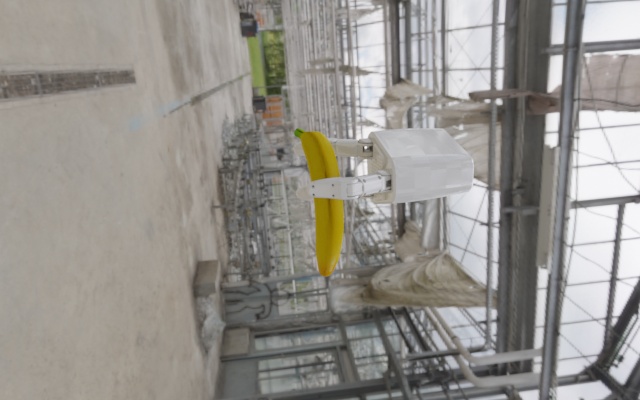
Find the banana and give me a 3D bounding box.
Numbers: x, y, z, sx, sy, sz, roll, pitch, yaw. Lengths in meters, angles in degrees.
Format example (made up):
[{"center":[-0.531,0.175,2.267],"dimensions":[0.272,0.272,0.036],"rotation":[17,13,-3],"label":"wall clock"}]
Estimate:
[{"center":[0.004,-0.004,0.597],"dimensions":[0.037,0.198,0.069],"rotation":[-7,-7,-16],"label":"banana"}]
